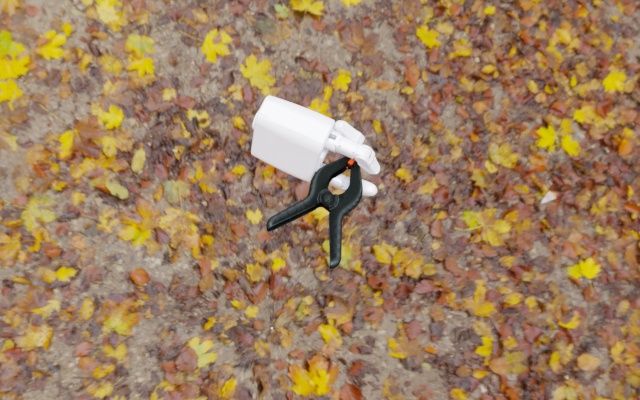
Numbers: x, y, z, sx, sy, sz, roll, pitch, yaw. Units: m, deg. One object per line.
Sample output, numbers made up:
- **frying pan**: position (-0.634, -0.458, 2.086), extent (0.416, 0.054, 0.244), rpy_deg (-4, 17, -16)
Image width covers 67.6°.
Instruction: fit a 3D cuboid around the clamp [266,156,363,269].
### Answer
- **clamp**: position (0.000, 0.002, 0.704), extent (0.120, 0.171, 0.039), rpy_deg (23, -16, 1)
